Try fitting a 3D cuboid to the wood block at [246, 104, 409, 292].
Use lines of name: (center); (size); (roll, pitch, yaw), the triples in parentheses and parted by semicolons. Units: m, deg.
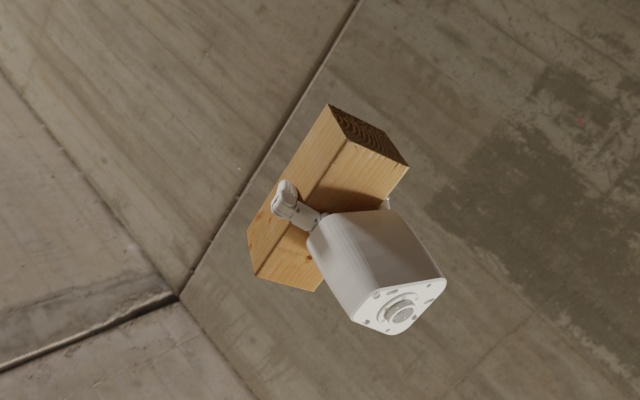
wood block: (0.000, 0.002, 0.581); (0.091, 0.206, 0.090); (21, 28, -29)
